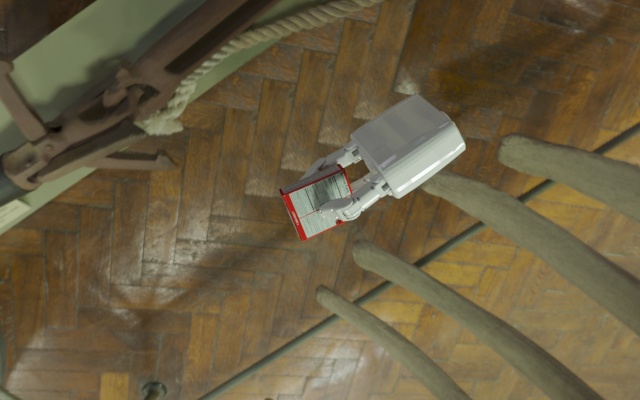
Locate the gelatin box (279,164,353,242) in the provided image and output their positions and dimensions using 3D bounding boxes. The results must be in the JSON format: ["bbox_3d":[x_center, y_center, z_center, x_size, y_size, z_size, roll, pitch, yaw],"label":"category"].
[{"bbox_3d":[0.000,0.002,0.632,0.089,0.073,0.030,-25,25,-7],"label":"gelatin box"}]
